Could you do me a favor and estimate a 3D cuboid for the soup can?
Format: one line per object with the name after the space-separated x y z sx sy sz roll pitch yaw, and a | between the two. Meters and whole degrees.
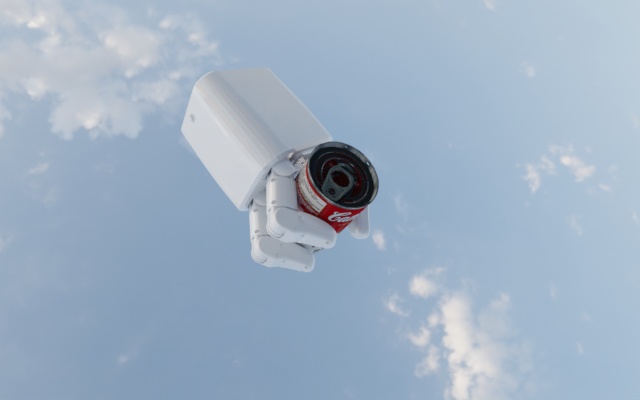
0.000 0.002 0.448 0.068 0.068 0.102 0 -29 -28 | soup can
